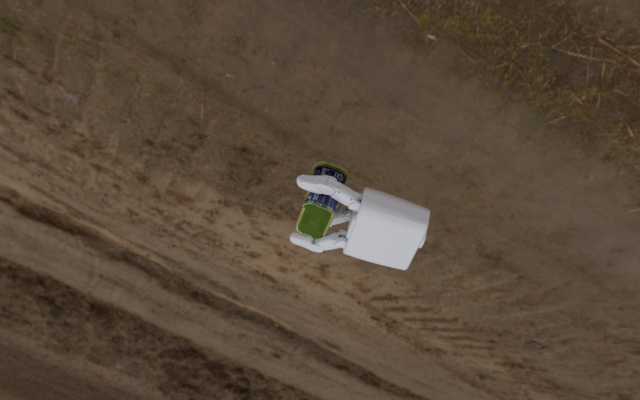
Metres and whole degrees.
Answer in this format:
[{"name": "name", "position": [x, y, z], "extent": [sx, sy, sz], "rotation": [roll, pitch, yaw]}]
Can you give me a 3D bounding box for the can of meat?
[{"name": "can of meat", "position": [0.000, 0.003, 0.767], "extent": [0.057, 0.084, 0.102], "rotation": [19, -35, -2]}]
